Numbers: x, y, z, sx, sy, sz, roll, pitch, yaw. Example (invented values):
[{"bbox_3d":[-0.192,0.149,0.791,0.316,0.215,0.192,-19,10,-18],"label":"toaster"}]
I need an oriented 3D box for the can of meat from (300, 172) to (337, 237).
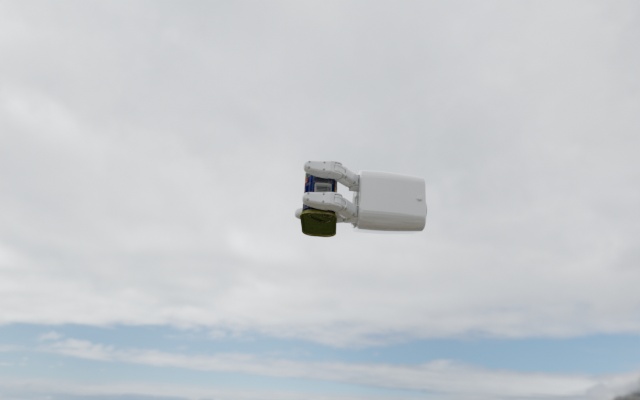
[{"bbox_3d":[0.000,0.002,0.774,0.057,0.084,0.102,3,-24,3],"label":"can of meat"}]
